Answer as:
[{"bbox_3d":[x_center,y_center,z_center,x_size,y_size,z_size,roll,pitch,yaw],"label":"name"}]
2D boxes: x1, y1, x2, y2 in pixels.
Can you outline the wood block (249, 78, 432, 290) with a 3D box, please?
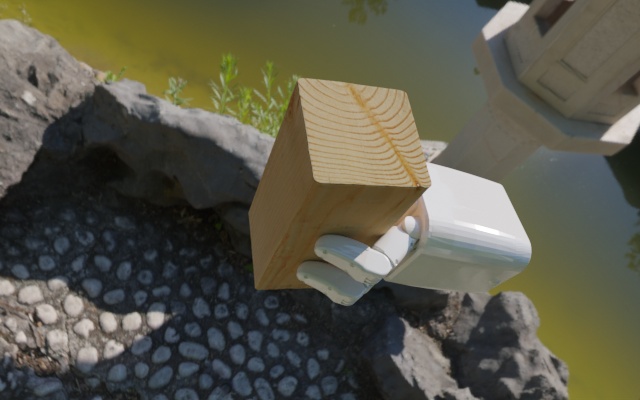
[{"bbox_3d":[0.000,0.001,0.420,0.090,0.090,0.206,2,-30,-19],"label":"wood block"}]
